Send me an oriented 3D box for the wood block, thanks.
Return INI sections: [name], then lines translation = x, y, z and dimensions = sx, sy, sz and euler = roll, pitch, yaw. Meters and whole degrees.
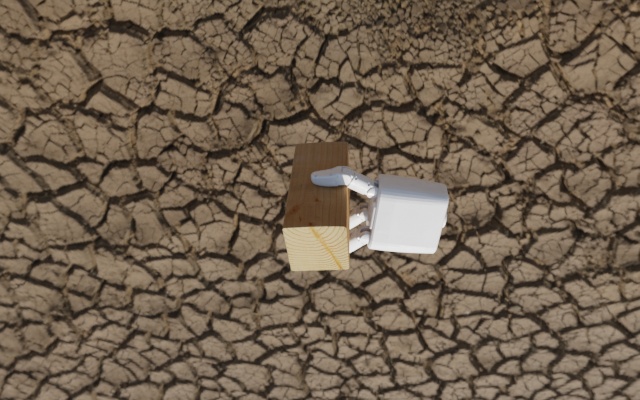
[wood block]
translation = 0.000, 0.002, 0.754
dimensions = 0.090, 0.091, 0.206
euler = -2, 40, 5
